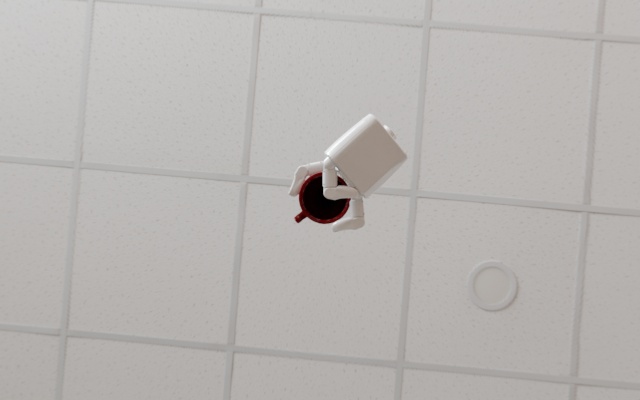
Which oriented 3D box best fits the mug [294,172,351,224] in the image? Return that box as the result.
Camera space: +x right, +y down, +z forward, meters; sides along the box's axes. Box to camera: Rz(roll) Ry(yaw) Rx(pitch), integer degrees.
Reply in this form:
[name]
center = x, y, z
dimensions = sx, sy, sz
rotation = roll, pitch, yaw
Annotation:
[mug]
center = -0.001, 0.004, 0.888
dimensions = 0.117, 0.093, 0.081
rotation = -41, -1, 2
